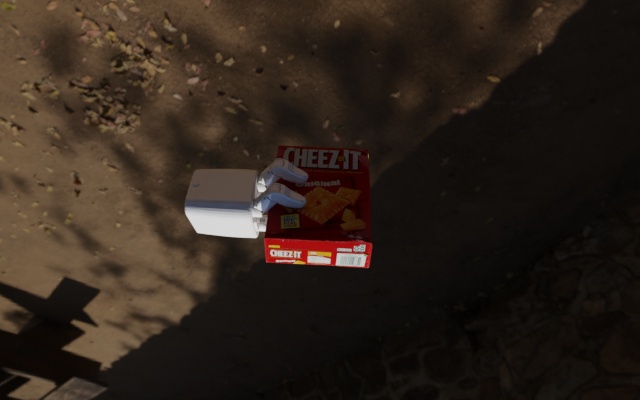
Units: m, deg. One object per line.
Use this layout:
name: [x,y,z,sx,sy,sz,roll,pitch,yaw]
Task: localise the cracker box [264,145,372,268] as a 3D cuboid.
cracker box: [0.000,0.003,0.791,0.164,0.213,0.072,3,-42,0]
